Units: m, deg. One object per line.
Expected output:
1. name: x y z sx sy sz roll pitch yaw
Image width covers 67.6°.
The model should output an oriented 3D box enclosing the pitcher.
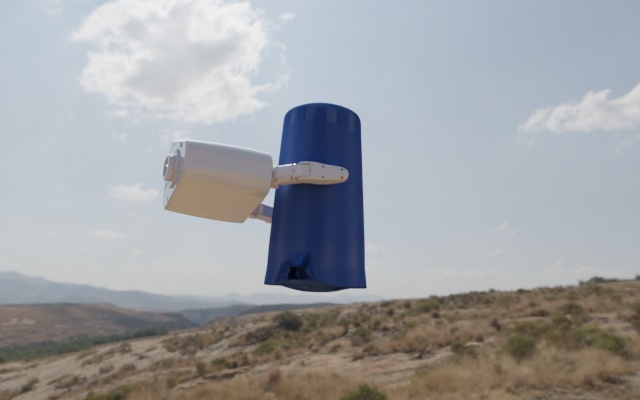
1. pitcher: 0.000 0.002 0.650 0.145 0.242 0.149 9 -13 -27
